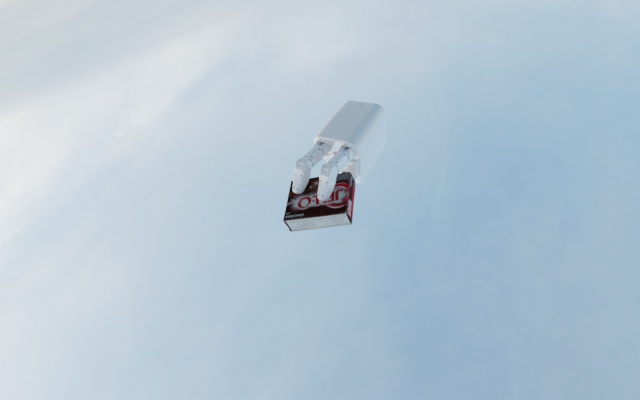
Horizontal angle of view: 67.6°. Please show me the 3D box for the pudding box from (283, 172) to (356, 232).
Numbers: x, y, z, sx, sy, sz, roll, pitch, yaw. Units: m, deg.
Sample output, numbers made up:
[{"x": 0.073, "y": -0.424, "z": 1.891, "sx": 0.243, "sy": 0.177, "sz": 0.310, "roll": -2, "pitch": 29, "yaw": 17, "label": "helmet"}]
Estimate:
[{"x": 0.000, "y": 0.003, "z": 0.804, "sx": 0.113, "sy": 0.090, "sz": 0.039, "roll": -10, "pitch": -44, "yaw": 20, "label": "pudding box"}]
